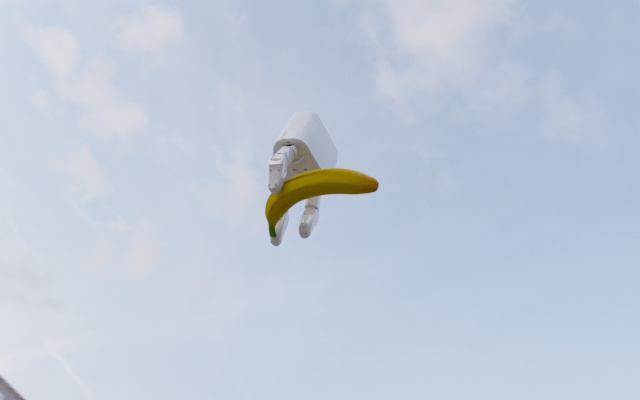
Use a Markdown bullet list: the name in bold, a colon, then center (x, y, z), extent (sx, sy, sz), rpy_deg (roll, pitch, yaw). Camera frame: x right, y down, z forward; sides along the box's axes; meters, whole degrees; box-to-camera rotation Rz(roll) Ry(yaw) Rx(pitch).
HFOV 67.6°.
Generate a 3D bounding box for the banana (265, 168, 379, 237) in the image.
- **banana**: center (-0.013, -0.010, 0.691), extent (0.198, 0.070, 0.037), rpy_deg (-24, 26, 29)
